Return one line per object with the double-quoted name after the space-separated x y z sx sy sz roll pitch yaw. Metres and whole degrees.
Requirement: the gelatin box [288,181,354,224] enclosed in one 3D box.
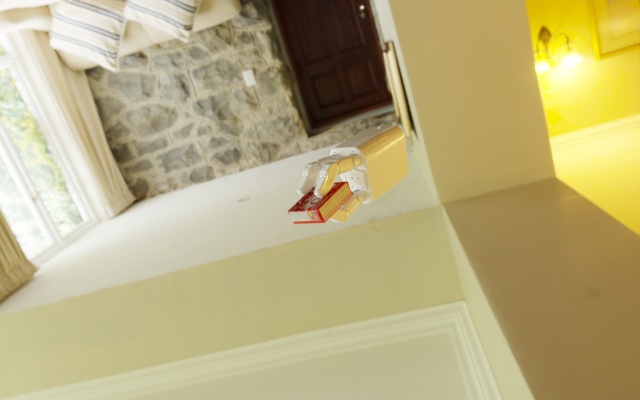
0.000 0.003 0.793 0.073 0.030 0.089 -4 31 45 "gelatin box"
